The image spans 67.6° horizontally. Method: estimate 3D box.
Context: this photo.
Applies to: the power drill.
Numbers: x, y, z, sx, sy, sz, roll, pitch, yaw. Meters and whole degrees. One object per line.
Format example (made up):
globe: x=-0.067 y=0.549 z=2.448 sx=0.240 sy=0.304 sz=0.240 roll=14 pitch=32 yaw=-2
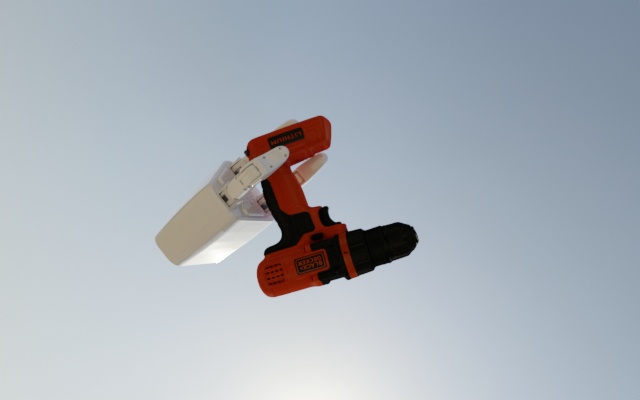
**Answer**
power drill: x=0.000 y=0.001 z=0.547 sx=0.184 sy=0.187 sz=0.057 roll=-17 pitch=-16 yaw=5
